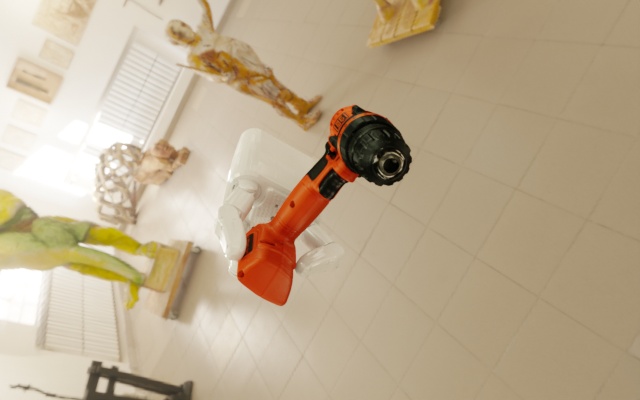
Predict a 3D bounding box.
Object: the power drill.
[{"bbox_3d":[0.000,0.002,0.430,0.057,0.188,0.184,37,11,-13],"label":"power drill"}]
